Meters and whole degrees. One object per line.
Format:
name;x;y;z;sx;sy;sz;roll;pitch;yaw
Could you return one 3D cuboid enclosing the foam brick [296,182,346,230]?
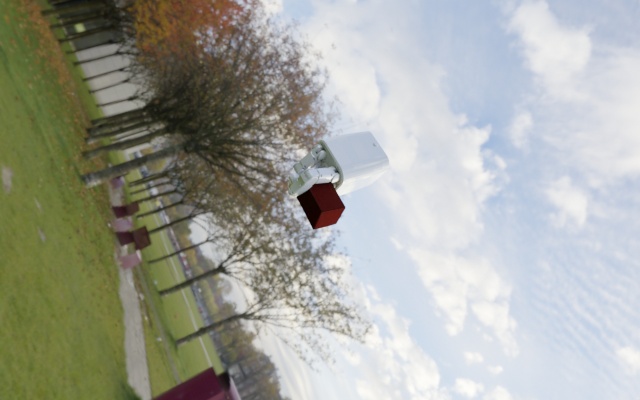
foam brick;0.000;0.003;0.849;0.051;0.078;0.053;-9;-34;-30
